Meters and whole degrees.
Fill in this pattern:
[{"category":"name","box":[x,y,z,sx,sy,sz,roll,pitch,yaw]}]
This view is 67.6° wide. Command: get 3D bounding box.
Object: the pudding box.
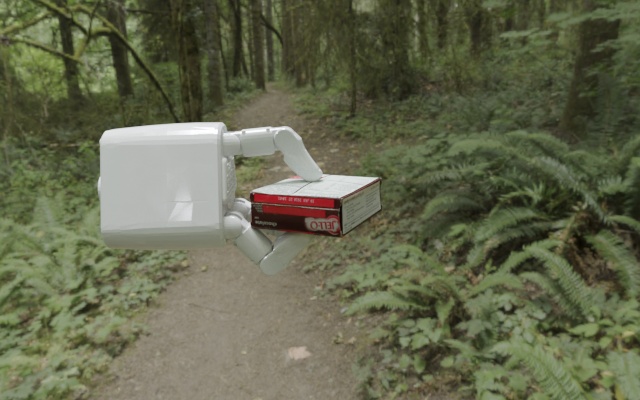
[{"category":"pudding box","box":[0.000,0.001,0.452,0.090,0.039,0.113,6,15,24]}]
